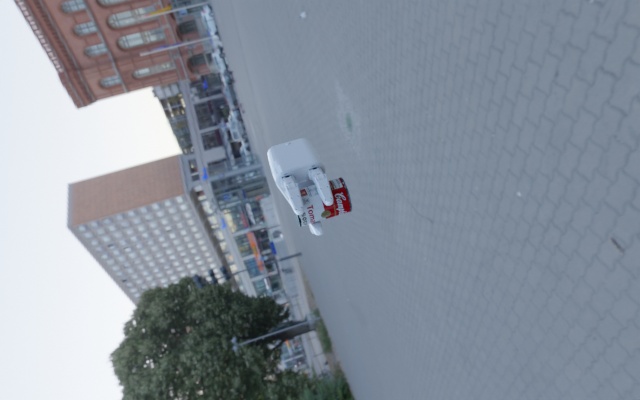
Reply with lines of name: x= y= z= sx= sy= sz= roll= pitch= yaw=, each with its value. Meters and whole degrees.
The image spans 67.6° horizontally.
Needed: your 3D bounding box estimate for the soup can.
soup can: x=0.000 y=0.003 z=0.889 sx=0.102 sy=0.068 sz=0.068 roll=-17 pitch=2 yaw=-7
